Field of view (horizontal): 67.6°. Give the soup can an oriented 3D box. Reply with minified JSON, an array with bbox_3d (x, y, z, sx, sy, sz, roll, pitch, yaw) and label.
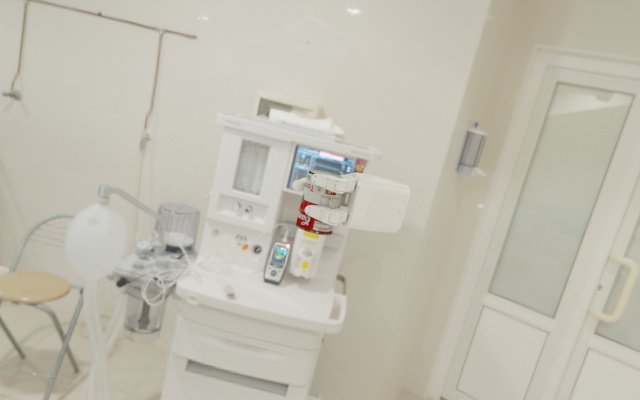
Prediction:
[{"bbox_3d":[0.000,0.002,0.846,0.068,0.102,0.068,13,11,-3],"label":"soup can"}]
